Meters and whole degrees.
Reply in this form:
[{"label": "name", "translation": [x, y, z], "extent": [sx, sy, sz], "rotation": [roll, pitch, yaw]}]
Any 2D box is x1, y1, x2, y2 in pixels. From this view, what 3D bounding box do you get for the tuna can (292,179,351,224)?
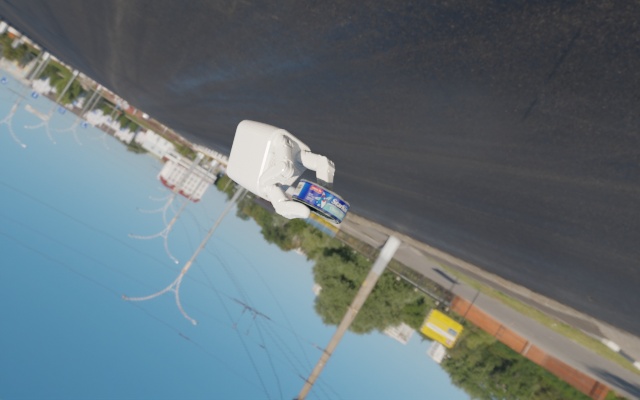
[{"label": "tuna can", "translation": [0.000, 0.003, 0.724], "extent": [0.086, 0.033, 0.086], "rotation": [28, -7, 4]}]
